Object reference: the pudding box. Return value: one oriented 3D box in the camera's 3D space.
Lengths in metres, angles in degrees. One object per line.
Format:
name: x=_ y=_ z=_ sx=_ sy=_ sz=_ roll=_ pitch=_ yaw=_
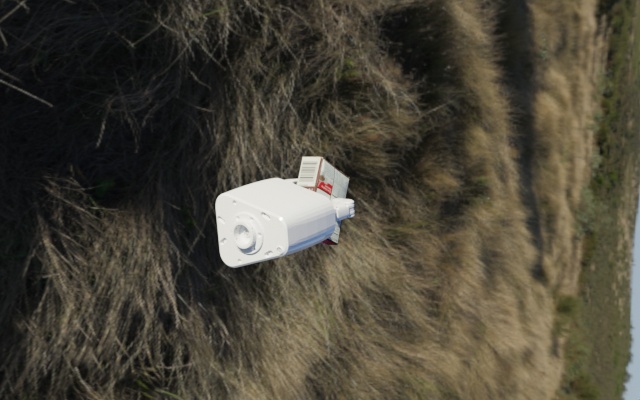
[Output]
pudding box: x=0.000 y=0.002 z=0.707 sx=0.039 sy=0.113 sz=0.090 roll=4 pitch=-16 yaw=32
